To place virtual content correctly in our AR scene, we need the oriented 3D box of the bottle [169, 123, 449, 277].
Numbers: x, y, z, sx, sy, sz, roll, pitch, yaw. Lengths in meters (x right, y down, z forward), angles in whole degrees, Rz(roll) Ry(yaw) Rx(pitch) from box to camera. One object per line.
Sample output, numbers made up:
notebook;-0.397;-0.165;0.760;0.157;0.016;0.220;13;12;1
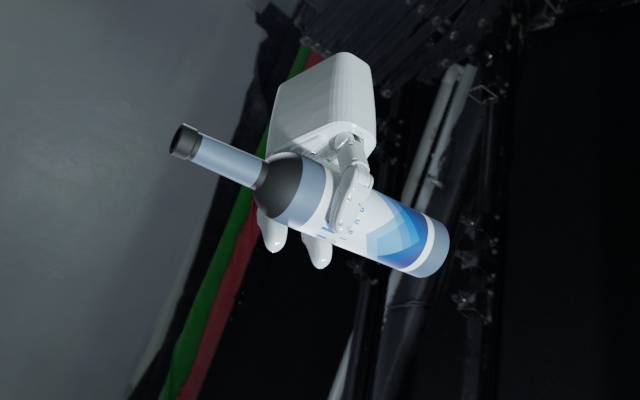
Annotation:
bottle;0.000;0.002;0.460;0.296;0.069;0.069;24;-12;-29
